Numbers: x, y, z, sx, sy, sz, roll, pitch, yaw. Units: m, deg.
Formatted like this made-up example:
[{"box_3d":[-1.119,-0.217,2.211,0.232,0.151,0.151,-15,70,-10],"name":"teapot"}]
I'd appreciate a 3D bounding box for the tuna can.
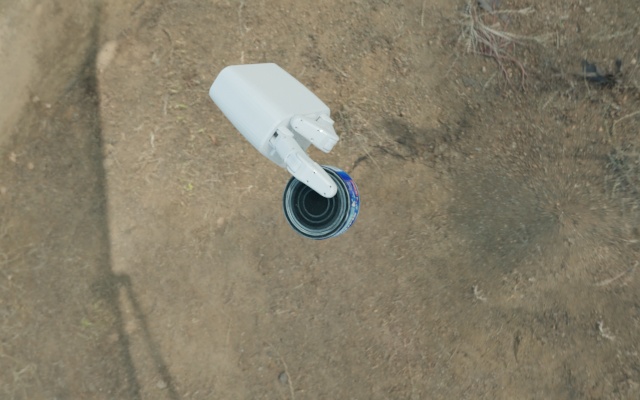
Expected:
[{"box_3d":[0.000,0.002,0.547,0.086,0.086,0.034,0,3,23],"name":"tuna can"}]
